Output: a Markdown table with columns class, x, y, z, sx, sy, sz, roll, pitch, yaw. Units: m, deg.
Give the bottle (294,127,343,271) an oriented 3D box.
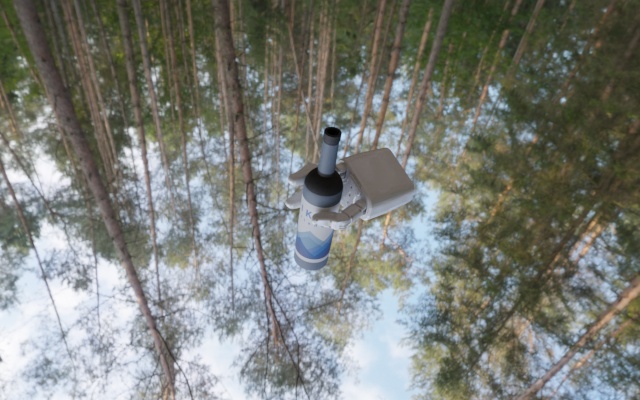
| class | x | y | z | sx | sy | sz | roll | pitch | yaw |
| --- | --- | --- | --- | --- | --- | --- | --- | --- | --- |
| bottle | 0.000 | 0.003 | 0.821 | 0.069 | 0.296 | 0.069 | 5 | 43 | -5 |
